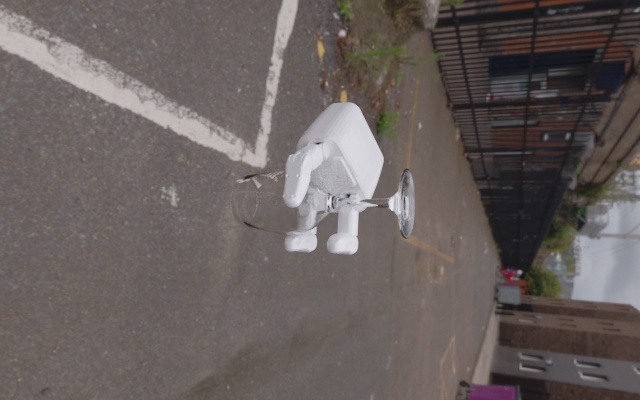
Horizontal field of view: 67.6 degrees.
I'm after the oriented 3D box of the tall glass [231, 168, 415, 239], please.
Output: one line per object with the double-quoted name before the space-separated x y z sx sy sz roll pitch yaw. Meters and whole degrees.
"tall glass" 0.001 0.002 0.541 0.201 0.079 0.079 1 0 22
